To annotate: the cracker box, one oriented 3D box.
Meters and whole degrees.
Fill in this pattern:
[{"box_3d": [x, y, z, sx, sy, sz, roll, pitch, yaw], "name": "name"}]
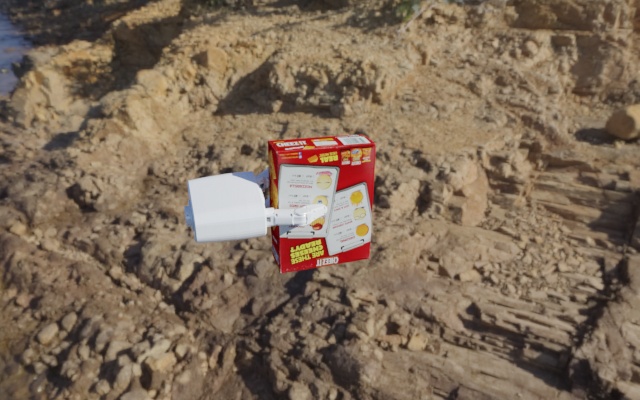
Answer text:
[{"box_3d": [0.000, 0.003, 0.796, 0.164, 0.214, 0.072, -7, 26, -16], "name": "cracker box"}]
